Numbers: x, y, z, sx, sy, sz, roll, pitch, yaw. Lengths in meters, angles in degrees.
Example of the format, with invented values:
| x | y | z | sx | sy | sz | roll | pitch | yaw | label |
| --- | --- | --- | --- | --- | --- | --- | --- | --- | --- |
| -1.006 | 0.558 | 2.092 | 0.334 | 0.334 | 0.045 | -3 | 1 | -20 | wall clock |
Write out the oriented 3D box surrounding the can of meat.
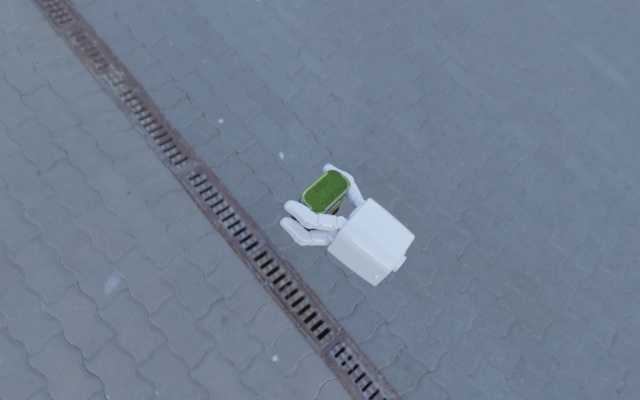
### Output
| x | y | z | sx | sy | sz | roll | pitch | yaw | label |
| --- | --- | --- | --- | --- | --- | --- | --- | --- | --- |
| 0.000 | 0.002 | 0.836 | 0.102 | 0.057 | 0.084 | -43 | -10 | -31 | can of meat |
